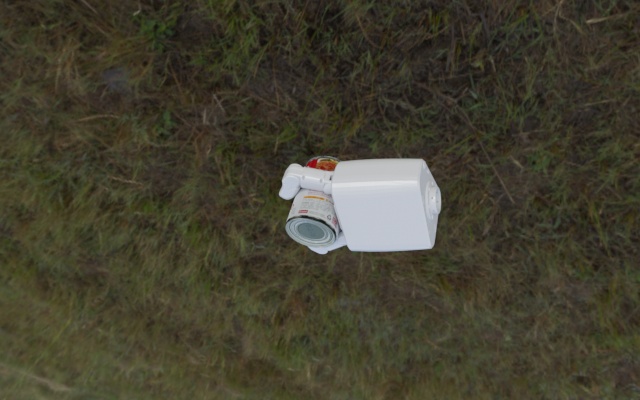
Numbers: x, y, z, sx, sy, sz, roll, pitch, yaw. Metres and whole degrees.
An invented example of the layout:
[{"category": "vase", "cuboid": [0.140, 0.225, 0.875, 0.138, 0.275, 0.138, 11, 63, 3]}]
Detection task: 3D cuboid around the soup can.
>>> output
[{"category": "soup can", "cuboid": [0.000, 0.002, 0.622, 0.068, 0.102, 0.069, 11, -36, 8]}]
